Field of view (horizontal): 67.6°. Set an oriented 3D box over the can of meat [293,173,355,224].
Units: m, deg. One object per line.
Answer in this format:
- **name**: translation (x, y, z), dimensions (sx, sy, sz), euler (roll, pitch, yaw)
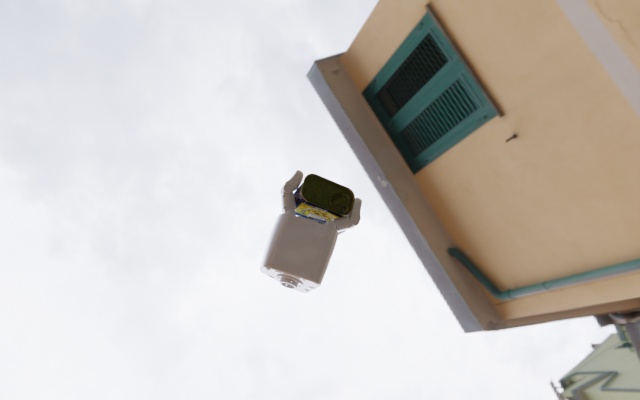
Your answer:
- **can of meat**: translation (0.000, 0.003, 0.892), dimensions (0.102, 0.057, 0.084), euler (22, -26, -13)
